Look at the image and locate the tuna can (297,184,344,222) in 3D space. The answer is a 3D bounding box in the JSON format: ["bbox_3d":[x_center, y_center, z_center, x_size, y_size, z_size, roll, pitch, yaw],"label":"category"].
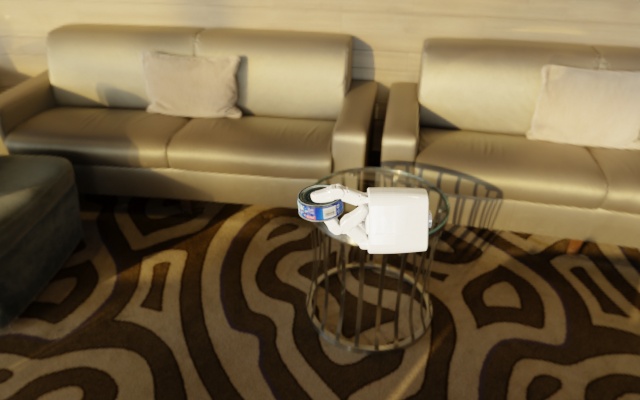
[{"bbox_3d":[0.000,0.002,0.885,0.086,0.034,0.086,-4,31,2],"label":"tuna can"}]
